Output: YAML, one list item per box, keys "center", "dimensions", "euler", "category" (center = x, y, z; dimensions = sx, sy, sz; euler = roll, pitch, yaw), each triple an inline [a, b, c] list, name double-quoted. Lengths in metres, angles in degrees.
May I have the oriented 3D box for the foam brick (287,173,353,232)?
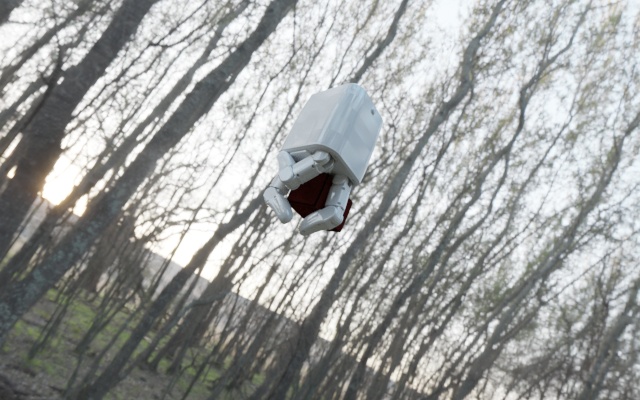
- center: [0.000, 0.002, 0.658]
  dimensions: [0.053, 0.051, 0.078]
  euler: [8, -25, 35]
  category: "foam brick"
